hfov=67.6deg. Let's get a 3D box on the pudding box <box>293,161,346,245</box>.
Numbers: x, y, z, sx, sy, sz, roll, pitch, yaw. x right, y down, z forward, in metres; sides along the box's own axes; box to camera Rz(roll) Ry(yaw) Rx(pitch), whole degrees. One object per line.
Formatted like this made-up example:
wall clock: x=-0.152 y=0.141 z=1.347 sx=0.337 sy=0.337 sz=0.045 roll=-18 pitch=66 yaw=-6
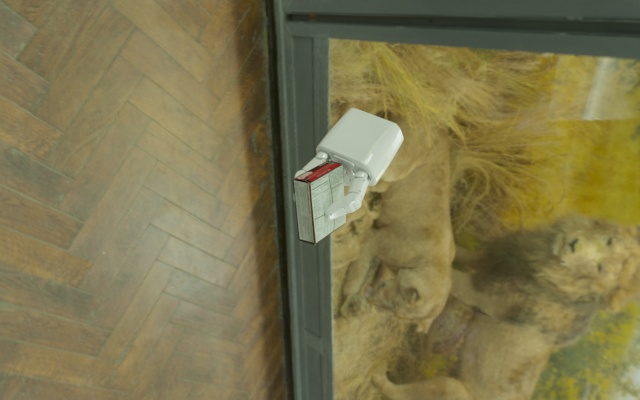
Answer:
pudding box: x=0.000 y=0.003 z=0.772 sx=0.039 sy=0.113 sz=0.090 roll=13 pitch=30 yaw=36
